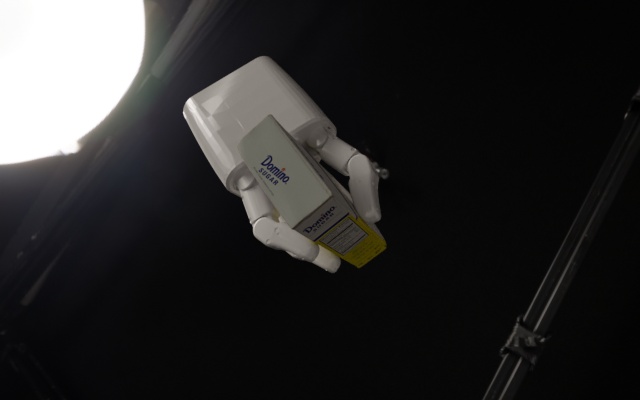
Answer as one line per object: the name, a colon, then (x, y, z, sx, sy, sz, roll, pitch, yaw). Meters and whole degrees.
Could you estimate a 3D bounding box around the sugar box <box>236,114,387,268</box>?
sugar box: (0.000, 0.002, 0.430, 0.048, 0.093, 0.176, -41, -27, 8)
